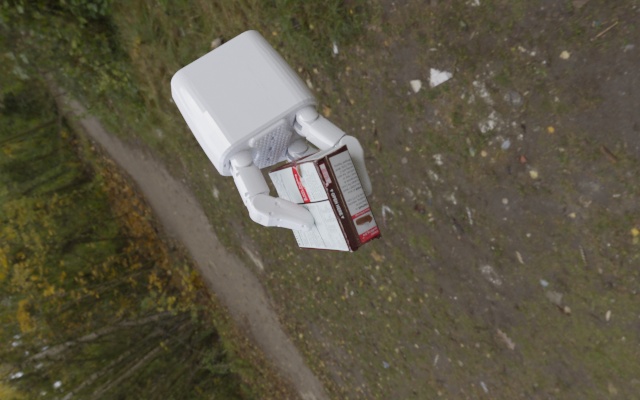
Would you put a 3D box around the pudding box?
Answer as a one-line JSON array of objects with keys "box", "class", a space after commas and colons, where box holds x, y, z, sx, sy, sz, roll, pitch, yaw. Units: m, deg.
[{"box": [0.000, 0.002, 0.457, 0.039, 0.090, 0.113, -27, 9, -24], "class": "pudding box"}]
